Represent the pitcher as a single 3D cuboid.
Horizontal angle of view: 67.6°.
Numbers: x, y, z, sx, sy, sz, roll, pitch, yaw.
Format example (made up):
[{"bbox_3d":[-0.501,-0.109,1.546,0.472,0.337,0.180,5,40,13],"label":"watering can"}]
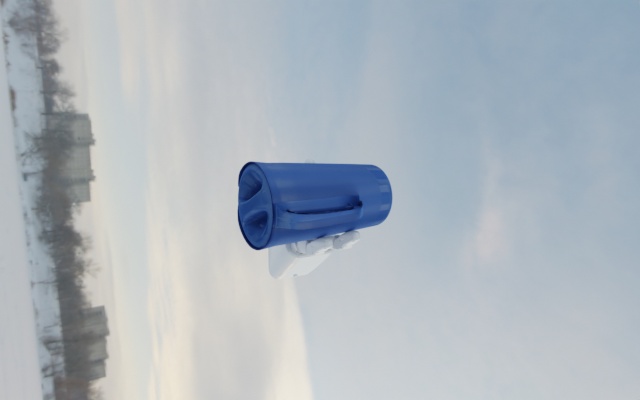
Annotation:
[{"bbox_3d":[0.000,0.003,0.765,0.243,0.149,0.145,-6,-30,-32],"label":"pitcher"}]
